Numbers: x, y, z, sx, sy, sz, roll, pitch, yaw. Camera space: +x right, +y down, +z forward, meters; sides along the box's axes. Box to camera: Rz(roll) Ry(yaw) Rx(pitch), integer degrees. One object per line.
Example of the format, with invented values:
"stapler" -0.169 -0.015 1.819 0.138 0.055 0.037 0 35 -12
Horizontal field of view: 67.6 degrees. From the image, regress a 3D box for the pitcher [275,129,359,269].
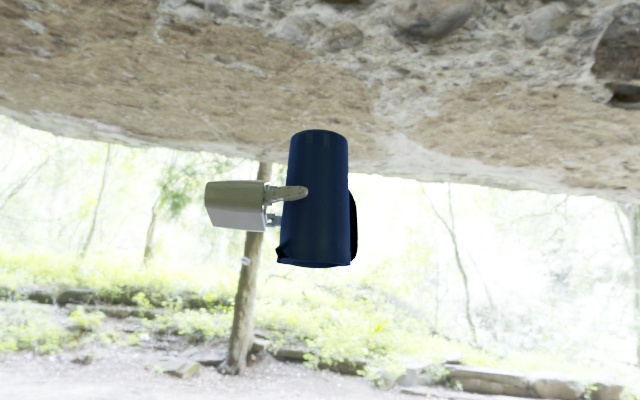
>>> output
"pitcher" 0.000 0.003 0.871 0.145 0.242 0.149 2 -12 4
